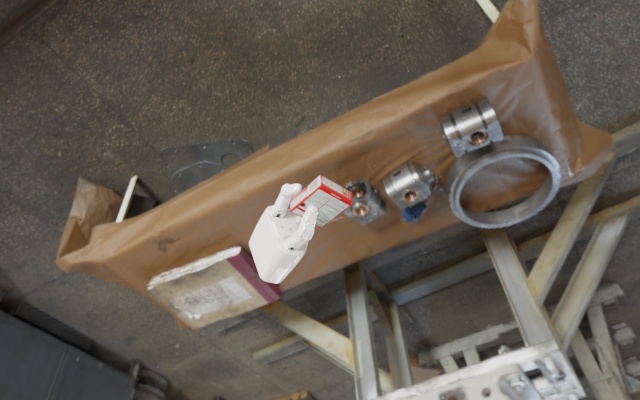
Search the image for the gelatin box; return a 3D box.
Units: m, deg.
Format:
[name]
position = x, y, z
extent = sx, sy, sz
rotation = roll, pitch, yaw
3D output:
[gelatin box]
position = 0.000, 0.003, 0.834
extent = 0.073, 0.030, 0.089
rotation = 28, -49, -29
